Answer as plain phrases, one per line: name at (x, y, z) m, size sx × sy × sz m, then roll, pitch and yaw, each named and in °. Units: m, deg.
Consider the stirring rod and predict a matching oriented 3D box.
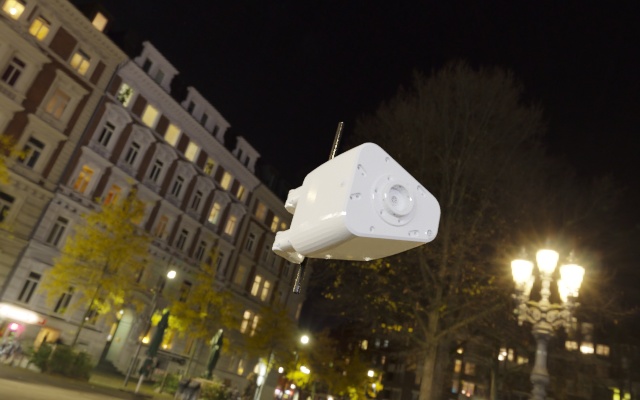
stirring rod at (0.000, 0.002, 0.609) m, size 0.011 × 0.239 × 0.011 m, roll 13°, pitch -22°, yaw 5°
